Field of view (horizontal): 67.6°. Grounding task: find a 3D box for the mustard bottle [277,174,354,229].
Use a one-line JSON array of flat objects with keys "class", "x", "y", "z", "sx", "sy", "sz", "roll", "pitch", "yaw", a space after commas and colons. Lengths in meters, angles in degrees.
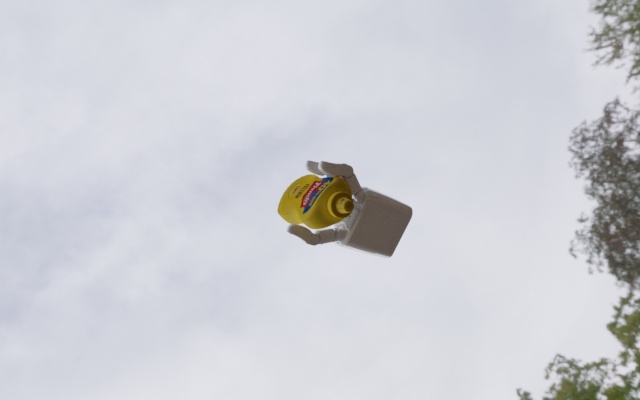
[{"class": "mustard bottle", "x": 0.000, "y": 0.002, "z": 0.793, "sx": 0.058, "sy": 0.096, "sz": 0.191, "roll": 47, "pitch": -16, "yaw": -23}]
